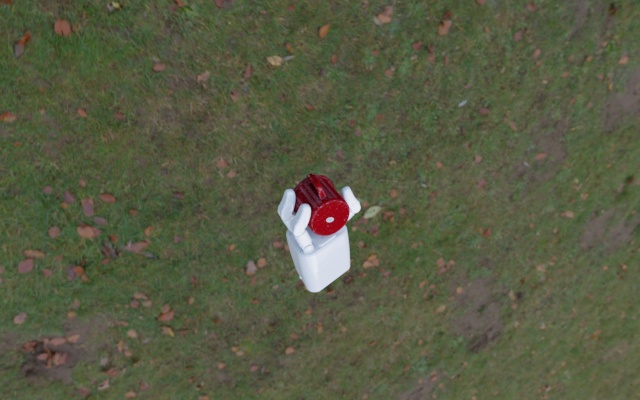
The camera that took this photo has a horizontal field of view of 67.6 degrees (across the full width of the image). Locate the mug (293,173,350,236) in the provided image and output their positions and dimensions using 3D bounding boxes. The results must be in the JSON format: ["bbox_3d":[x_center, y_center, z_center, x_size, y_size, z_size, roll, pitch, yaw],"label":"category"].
[{"bbox_3d":[0.000,0.002,0.875,0.093,0.117,0.081,-24,41,-14],"label":"mug"}]
